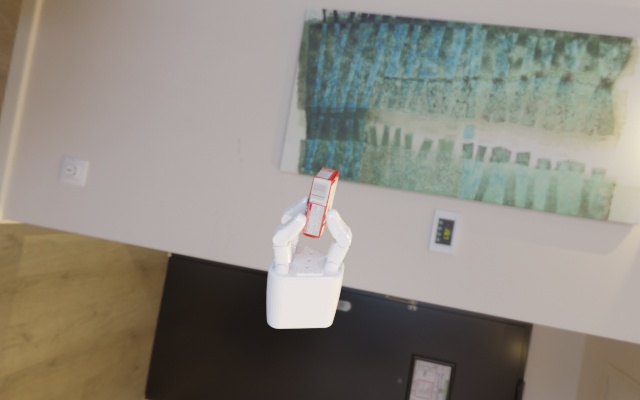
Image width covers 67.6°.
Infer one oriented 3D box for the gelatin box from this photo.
[{"bbox_3d":[0.001,0.002,0.697,0.030,0.089,0.073,14,16,7],"label":"gelatin box"}]
